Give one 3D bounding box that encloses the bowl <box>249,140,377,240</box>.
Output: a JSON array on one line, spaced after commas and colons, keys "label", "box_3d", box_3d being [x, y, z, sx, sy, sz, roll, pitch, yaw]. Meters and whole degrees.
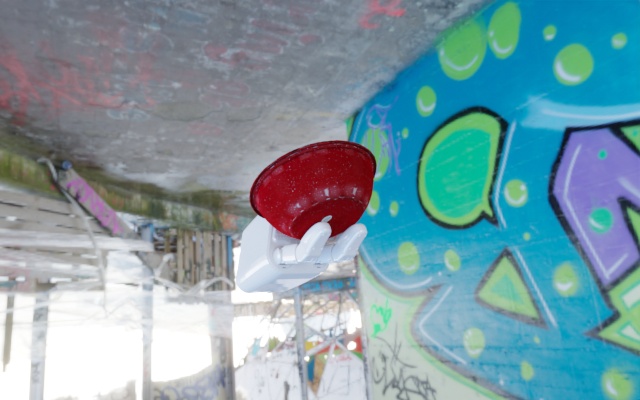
[{"label": "bowl", "box_3d": [0.001, 0.001, 0.567, 0.162, 0.055, 0.162, -15, -32, -9]}]
